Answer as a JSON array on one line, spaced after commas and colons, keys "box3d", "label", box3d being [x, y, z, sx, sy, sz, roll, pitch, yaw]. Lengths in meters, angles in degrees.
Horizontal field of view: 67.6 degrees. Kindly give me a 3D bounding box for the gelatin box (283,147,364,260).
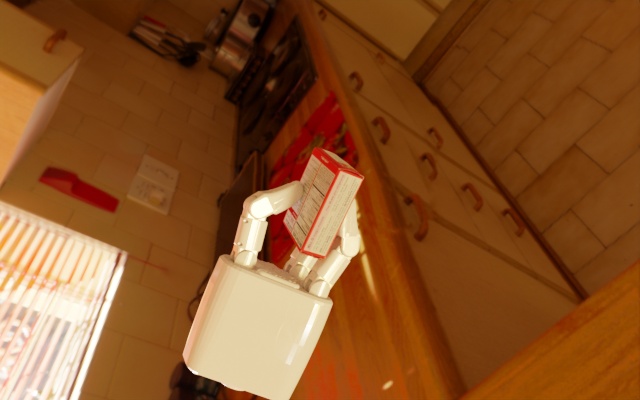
[{"box3d": [0.000, 0.001, 0.459, 0.030, 0.089, 0.073, 18, 14, -24], "label": "gelatin box"}]
